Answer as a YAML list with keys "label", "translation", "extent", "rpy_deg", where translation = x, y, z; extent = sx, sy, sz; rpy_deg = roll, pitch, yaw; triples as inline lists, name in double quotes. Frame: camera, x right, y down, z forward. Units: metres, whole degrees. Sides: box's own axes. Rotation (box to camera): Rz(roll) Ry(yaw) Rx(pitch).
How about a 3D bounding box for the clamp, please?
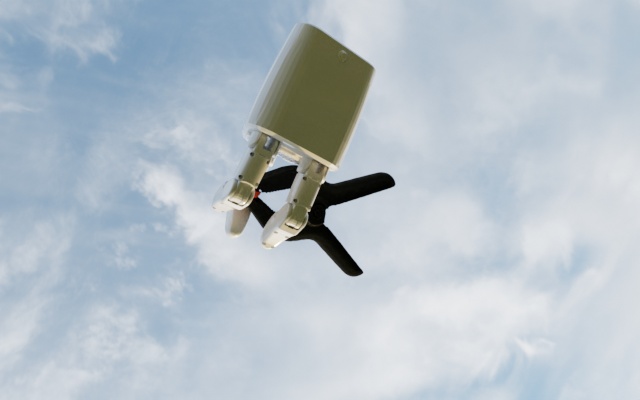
- label: "clamp"
  translation: [0.000, 0.002, 0.501]
  extent: [0.171, 0.120, 0.039]
  rpy_deg: [26, -4, -28]
